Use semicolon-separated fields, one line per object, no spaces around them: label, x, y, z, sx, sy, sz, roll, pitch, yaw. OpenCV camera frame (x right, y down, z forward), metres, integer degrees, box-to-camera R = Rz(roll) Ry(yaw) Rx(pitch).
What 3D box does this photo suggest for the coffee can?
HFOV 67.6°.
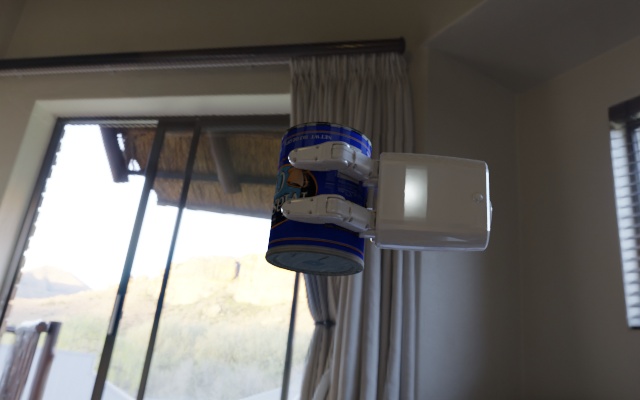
coffee can;0.000;0.002;0.516;0.103;0.140;0.103;5;-20;2
